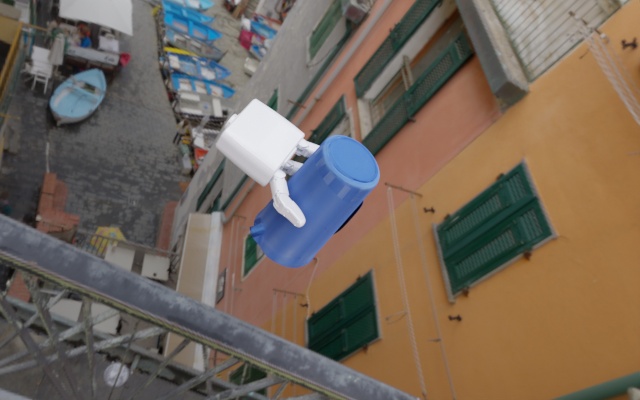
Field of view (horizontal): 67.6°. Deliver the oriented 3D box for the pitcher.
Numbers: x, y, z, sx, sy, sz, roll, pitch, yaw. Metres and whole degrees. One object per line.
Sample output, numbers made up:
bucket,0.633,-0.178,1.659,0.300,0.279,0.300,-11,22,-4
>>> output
pitcher,0.000,0.003,0.827,0.243,0.145,0.149,-48,6,41
